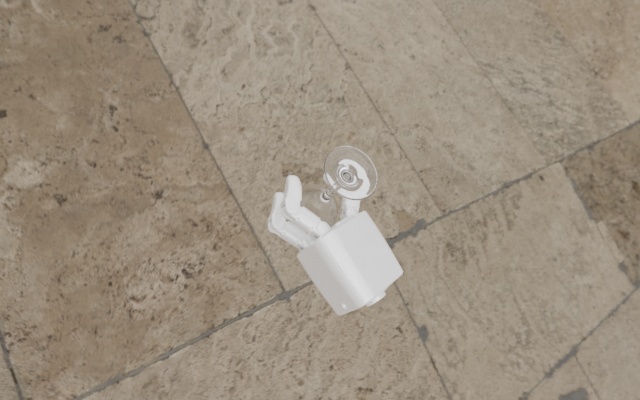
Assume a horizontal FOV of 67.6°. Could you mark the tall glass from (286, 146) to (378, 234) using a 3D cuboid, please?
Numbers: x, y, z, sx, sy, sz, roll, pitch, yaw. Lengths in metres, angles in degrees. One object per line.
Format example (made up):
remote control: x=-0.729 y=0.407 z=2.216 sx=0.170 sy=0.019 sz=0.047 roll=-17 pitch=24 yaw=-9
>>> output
tall glass: x=0.000 y=0.002 z=0.676 sx=0.079 sy=0.079 sz=0.201 roll=0 pitch=-21 yaw=-25
